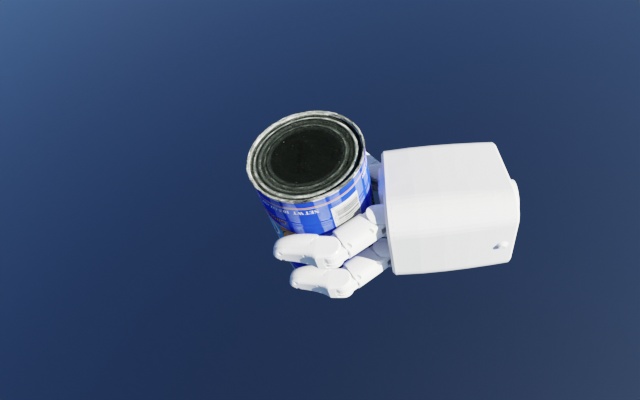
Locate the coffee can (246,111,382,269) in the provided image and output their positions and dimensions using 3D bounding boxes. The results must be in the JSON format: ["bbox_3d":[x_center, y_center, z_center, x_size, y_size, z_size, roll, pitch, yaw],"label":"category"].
[{"bbox_3d":[0.000,0.002,0.454,0.103,0.102,0.140,0,-36,14],"label":"coffee can"}]
